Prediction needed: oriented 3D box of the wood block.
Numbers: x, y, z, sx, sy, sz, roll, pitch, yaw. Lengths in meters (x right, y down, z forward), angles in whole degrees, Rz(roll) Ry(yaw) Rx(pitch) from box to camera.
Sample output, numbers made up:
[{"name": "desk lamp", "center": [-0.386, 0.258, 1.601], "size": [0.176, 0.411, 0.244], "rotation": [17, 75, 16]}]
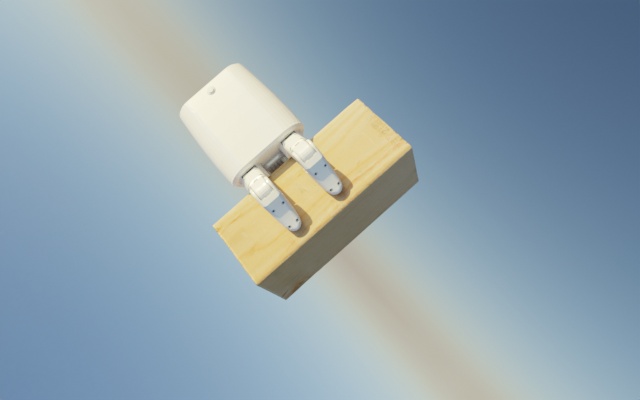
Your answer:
[{"name": "wood block", "center": [0.000, 0.002, 0.528], "size": [0.206, 0.090, 0.091], "rotation": [-42, -26, -2]}]
